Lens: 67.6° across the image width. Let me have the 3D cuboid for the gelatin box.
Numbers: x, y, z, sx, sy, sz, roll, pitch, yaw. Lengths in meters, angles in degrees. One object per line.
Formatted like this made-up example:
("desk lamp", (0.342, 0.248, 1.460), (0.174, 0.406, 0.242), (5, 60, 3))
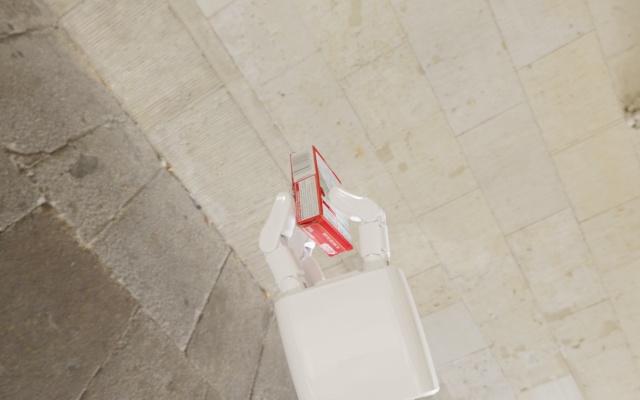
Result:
("gelatin box", (0.000, 0.001, 0.477), (0.030, 0.089, 0.073), (-20, -36, 17))
